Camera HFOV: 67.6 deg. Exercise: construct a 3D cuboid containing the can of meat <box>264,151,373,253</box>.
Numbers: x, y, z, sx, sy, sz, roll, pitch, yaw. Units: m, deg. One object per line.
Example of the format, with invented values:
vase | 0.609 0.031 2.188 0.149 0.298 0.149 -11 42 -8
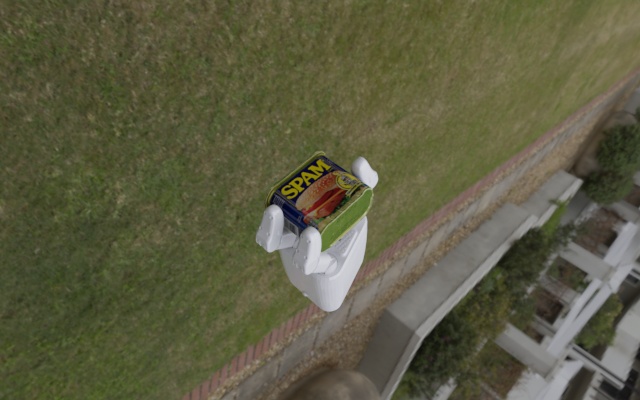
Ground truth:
can of meat | 0.000 0.002 0.561 0.084 0.057 0.102 36 61 26
